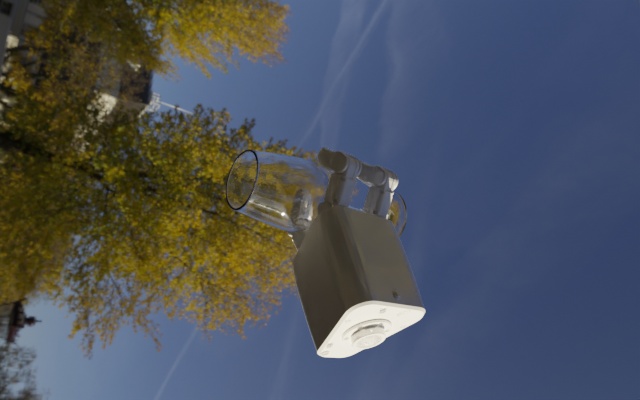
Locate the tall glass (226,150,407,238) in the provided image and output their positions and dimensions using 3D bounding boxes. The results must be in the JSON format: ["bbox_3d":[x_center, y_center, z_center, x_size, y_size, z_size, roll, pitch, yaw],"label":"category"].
[{"bbox_3d":[0.001,0.002,0.524,0.201,0.079,0.079,16,-10,-36],"label":"tall glass"}]
